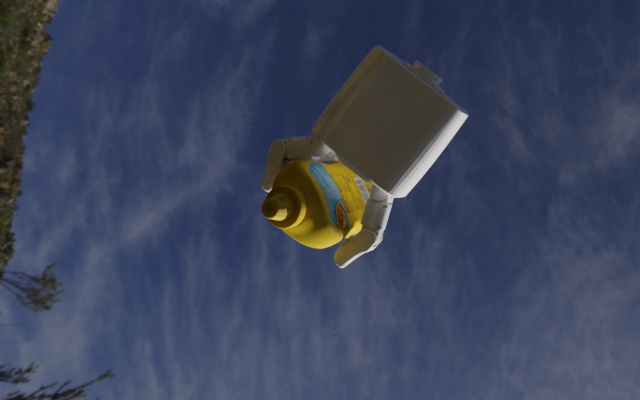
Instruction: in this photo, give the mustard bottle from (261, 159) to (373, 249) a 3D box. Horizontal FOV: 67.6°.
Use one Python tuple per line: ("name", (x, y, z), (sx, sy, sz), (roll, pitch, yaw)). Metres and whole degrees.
("mustard bottle", (0.000, 0.002, 0.511), (0.058, 0.096, 0.191), (-27, -10, 27))
